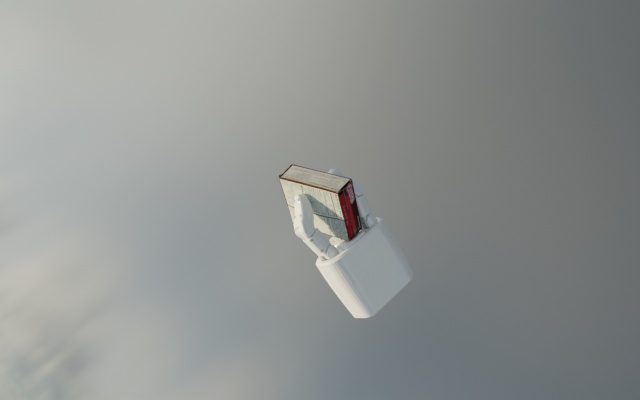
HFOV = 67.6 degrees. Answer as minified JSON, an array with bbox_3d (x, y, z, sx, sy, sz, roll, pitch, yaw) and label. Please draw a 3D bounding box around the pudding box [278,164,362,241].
[{"bbox_3d":[0.000,0.002,0.688,0.113,0.090,0.039,15,44,34],"label":"pudding box"}]
